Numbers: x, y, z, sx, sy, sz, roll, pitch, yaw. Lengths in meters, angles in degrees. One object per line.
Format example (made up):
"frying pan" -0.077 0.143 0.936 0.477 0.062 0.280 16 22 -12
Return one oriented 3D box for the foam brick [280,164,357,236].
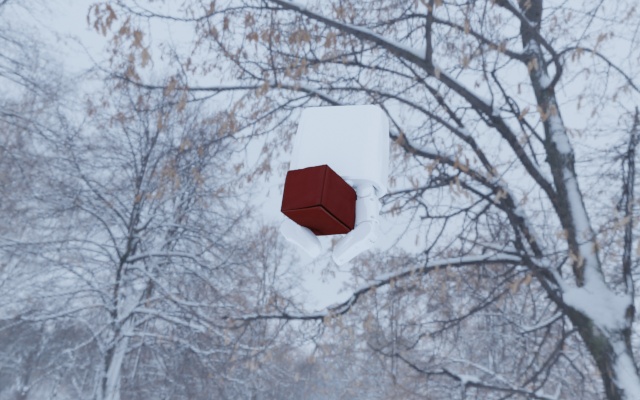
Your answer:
"foam brick" 0.000 0.002 0.531 0.053 0.051 0.078 -7 -27 30
